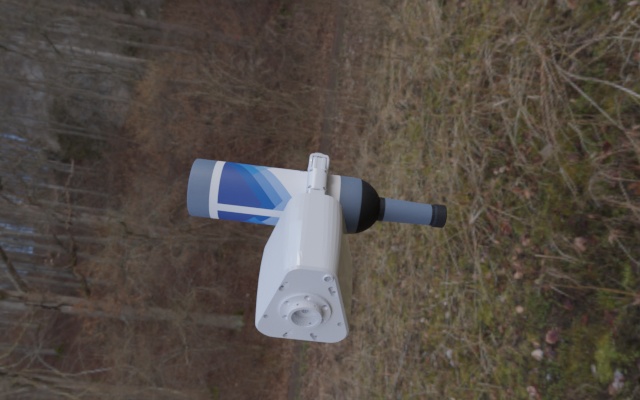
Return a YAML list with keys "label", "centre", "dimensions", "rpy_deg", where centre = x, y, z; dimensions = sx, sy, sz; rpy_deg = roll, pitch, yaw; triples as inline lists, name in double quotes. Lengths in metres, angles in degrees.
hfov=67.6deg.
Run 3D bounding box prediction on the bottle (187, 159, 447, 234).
- label: "bottle"
  centre: [0.000, 0.002, 0.559]
  dimensions: [0.296, 0.069, 0.069]
  rpy_deg: [7, 0, -3]
